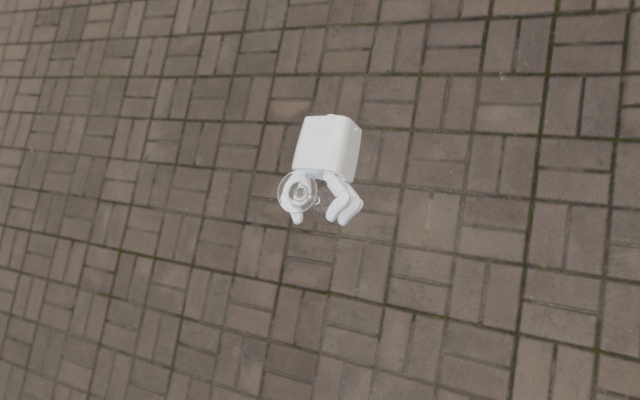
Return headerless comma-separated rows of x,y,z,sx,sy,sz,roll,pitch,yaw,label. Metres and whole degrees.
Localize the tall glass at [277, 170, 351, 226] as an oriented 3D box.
0.000,0.003,0.887,0.079,0.079,0.201,0,-11,24,tall glass
